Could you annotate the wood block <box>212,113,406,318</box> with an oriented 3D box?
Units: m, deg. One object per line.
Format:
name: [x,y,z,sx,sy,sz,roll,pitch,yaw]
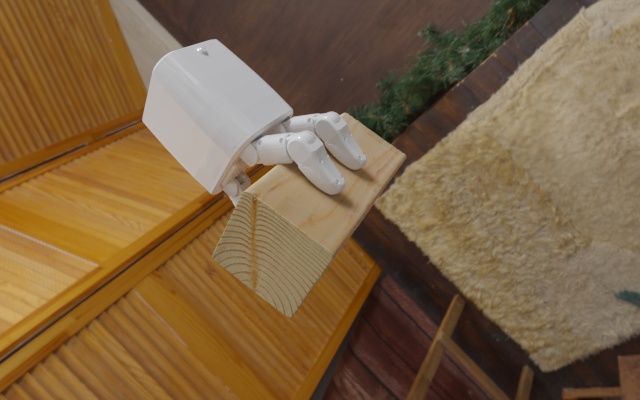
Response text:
wood block: [0.000,0.002,0.471,0.090,0.091,0.206,36,37,5]
